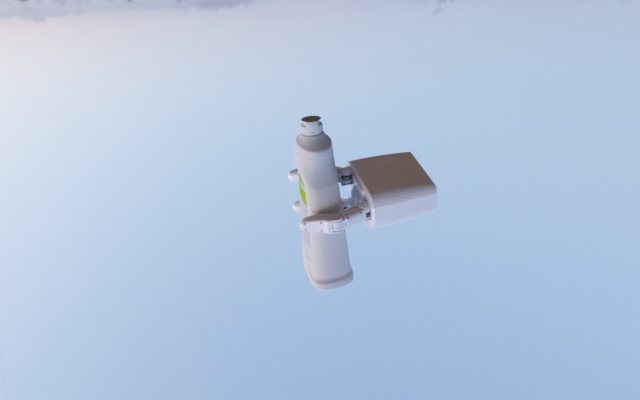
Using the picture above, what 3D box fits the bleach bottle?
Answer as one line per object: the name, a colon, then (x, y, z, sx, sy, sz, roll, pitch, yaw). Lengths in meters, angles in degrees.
bleach bottle: (0.000, 0.002, 0.704, 0.068, 0.251, 0.102, -13, 28, -13)
